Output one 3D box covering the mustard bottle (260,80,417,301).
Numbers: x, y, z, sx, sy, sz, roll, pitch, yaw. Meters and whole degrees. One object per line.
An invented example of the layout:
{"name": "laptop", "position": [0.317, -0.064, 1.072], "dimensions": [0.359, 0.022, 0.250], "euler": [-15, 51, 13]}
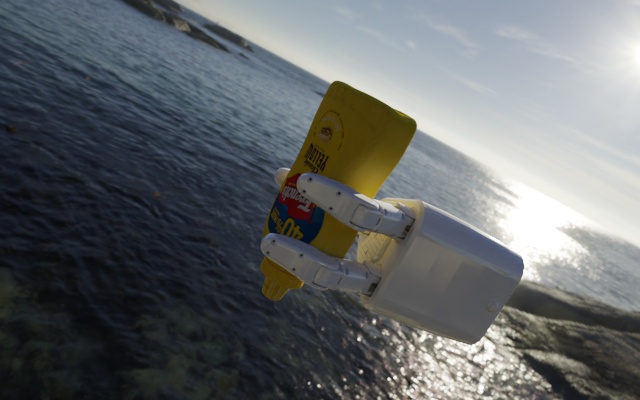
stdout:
{"name": "mustard bottle", "position": [0.000, 0.001, 0.400], "dimensions": [0.058, 0.192, 0.096], "euler": [18, 16, -37]}
